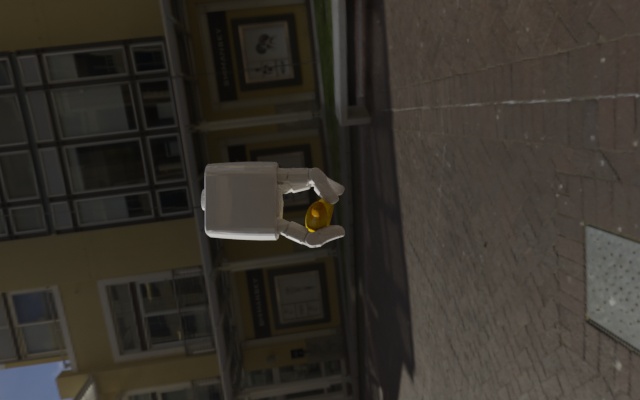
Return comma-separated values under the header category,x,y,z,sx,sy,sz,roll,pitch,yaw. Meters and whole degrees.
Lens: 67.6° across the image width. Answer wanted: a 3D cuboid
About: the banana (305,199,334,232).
category,x,y,z,sx,sy,sz,roll,pitch,yaw
banana,-0.002,0.020,0.768,0.037,0.069,0.197,8,10,5
